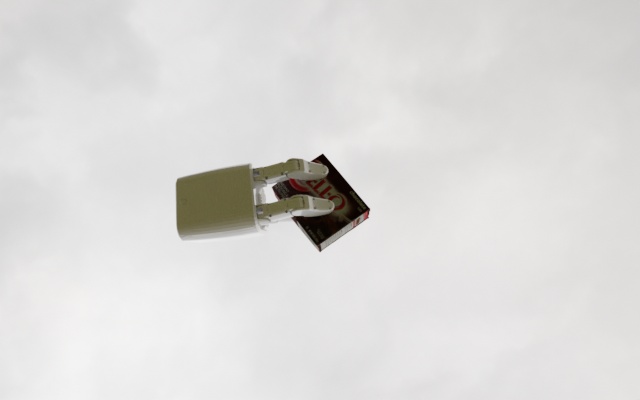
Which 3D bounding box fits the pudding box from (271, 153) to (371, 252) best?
[{"bbox_3d":[0.000,0.002,0.662,0.090,0.113,0.039,-35,-20,-11],"label":"pudding box"}]
